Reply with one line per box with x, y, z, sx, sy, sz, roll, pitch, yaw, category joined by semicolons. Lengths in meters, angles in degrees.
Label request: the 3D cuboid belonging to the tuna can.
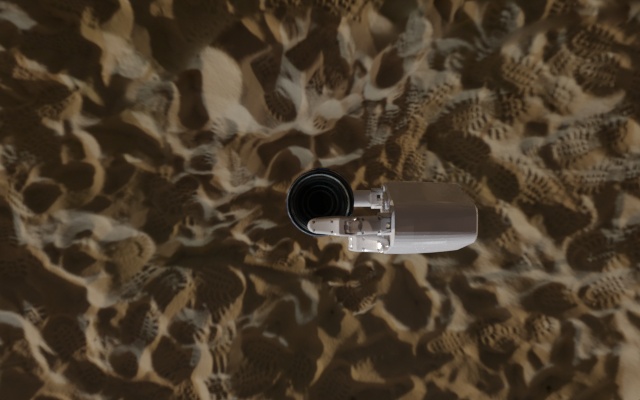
0.000;0.002;0.603;0.086;0.086;0.033;0;7;3;tuna can
